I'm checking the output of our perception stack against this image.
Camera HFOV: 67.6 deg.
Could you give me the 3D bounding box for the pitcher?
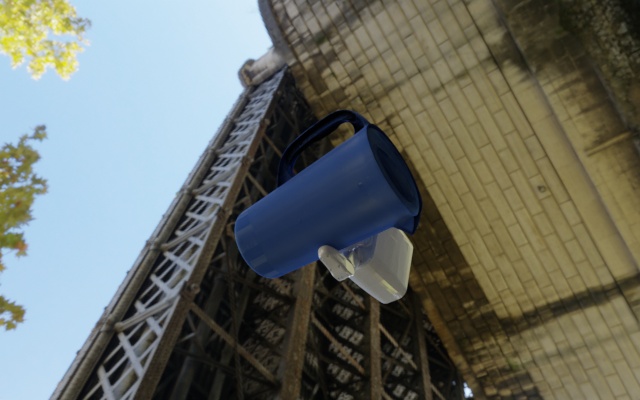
[{"bbox_3d":[0.000,0.002,0.648,0.243,0.149,0.145,-29,-53,23],"label":"pitcher"}]
